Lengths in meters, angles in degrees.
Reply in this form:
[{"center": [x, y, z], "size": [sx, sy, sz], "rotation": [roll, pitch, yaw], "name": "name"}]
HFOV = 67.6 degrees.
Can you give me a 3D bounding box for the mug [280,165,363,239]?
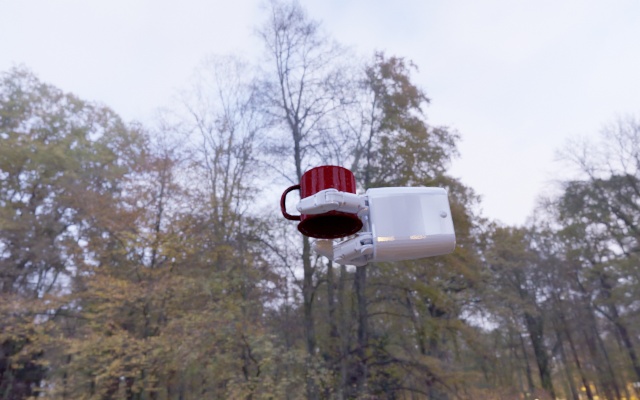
[{"center": [-0.001, 0.002, 0.690], "size": [0.117, 0.081, 0.093], "rotation": [-2, -26, -2], "name": "mug"}]
